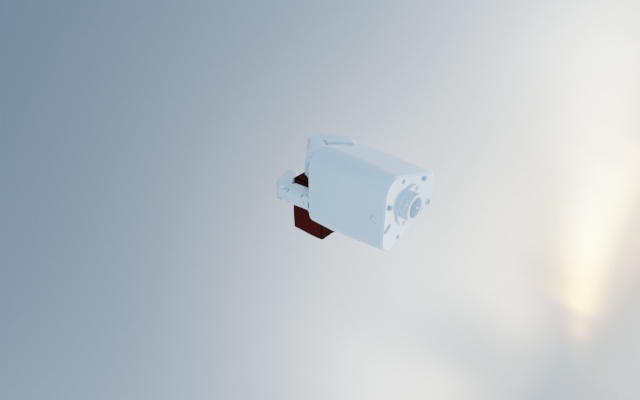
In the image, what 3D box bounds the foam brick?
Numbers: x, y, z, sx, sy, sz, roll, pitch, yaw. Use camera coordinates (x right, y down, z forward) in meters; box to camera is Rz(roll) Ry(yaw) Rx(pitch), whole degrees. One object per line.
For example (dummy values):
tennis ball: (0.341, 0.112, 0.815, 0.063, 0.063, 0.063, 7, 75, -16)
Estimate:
foam brick: (0.000, 0.002, 0.631, 0.051, 0.078, 0.053, 24, 38, 34)
